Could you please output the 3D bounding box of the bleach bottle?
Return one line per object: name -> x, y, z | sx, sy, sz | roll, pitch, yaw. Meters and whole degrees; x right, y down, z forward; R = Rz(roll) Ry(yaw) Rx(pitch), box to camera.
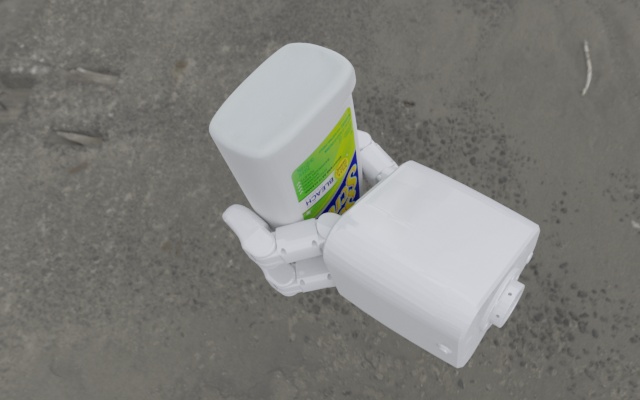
bleach bottle -> 0.000, 0.001, 0.402 | 0.068, 0.102, 0.251 | 30, -21, 30
